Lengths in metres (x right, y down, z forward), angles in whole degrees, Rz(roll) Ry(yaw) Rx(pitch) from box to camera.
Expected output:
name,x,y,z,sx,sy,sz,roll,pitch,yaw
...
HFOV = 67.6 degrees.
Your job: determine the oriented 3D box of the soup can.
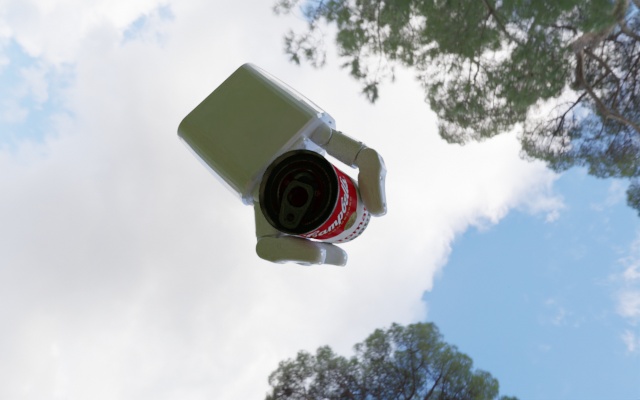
name,x,y,z,sx,sy,sz,roll,pitch,yaw
soup can,0.001,0.002,0.414,0.068,0.068,0.102,0,-9,21
